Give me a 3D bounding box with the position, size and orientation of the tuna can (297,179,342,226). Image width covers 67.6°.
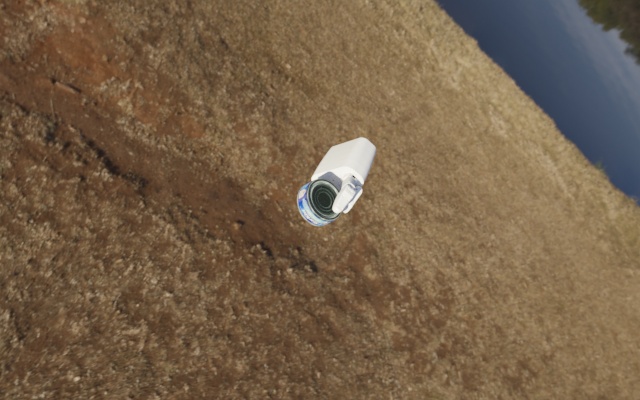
[{"bbox_3d":[0.000,0.003,0.895,0.086,0.086,0.034,0,-18,-38],"label":"tuna can"}]
